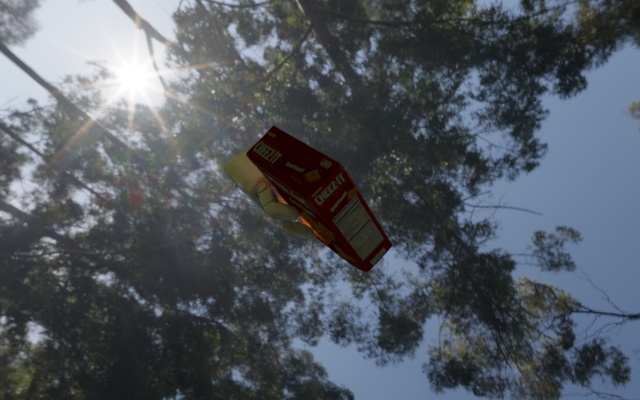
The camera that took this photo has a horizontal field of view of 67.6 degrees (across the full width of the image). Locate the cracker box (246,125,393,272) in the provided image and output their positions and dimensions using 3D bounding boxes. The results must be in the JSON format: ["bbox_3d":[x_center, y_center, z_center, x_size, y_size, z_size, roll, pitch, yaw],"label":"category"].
[{"bbox_3d":[0.000,0.002,0.730,0.164,0.072,0.214,34,-13,43],"label":"cracker box"}]
